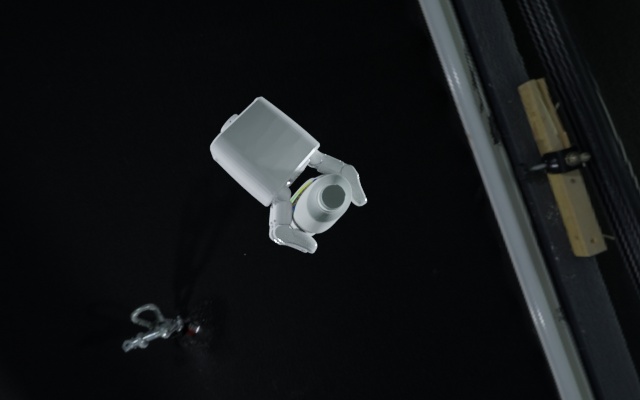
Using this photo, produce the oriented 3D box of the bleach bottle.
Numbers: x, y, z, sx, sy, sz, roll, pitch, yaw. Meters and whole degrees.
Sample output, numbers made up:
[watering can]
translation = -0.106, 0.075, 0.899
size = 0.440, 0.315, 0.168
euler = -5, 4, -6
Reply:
[bleach bottle]
translation = 0.000, 0.002, 0.662
size = 0.068, 0.102, 0.251
euler = 40, -11, -3
